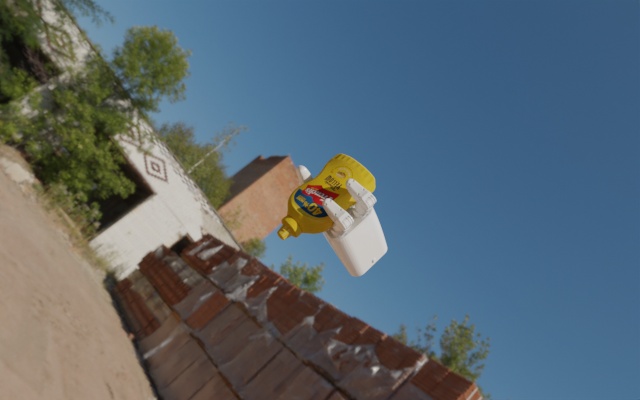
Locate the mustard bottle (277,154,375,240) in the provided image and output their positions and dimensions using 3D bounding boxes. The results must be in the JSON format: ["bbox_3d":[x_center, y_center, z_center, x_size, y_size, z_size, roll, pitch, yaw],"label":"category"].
[{"bbox_3d":[0.000,0.002,0.840,0.096,0.191,0.058,40,-21,26],"label":"mustard bottle"}]
